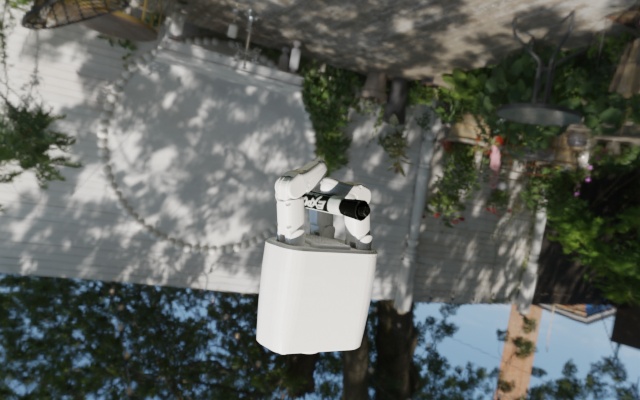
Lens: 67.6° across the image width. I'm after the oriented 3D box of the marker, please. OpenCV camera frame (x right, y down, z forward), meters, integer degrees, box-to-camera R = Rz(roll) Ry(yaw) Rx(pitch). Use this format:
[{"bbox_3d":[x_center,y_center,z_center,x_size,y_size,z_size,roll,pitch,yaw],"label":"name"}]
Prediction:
[{"bbox_3d":[0.000,0.001,0.458,0.020,0.020,0.121,0,8,-43],"label":"marker"}]
